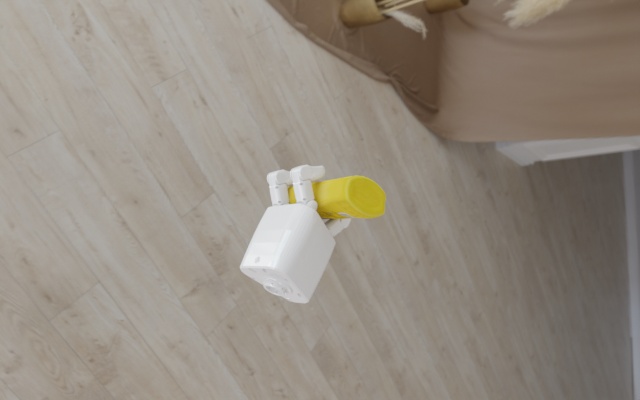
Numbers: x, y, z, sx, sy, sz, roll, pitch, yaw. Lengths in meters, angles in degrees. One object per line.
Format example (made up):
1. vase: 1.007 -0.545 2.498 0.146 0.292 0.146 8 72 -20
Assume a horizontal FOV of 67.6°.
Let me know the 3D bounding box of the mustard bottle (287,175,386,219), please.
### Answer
1. mustard bottle: 0.000 0.002 0.747 0.191 0.058 0.096 -6 -17 43
